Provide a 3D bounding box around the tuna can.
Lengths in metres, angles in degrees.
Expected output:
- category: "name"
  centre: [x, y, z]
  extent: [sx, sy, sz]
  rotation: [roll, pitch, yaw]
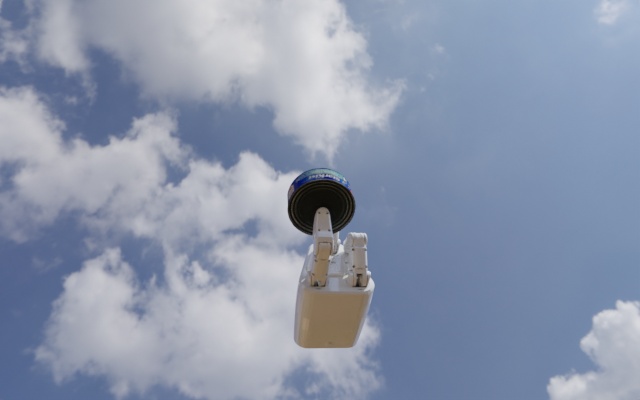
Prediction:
- category: "tuna can"
  centre: [0.000, 0.002, 0.610]
  extent: [0.086, 0.086, 0.033]
  rotation: [0, 33, -6]
